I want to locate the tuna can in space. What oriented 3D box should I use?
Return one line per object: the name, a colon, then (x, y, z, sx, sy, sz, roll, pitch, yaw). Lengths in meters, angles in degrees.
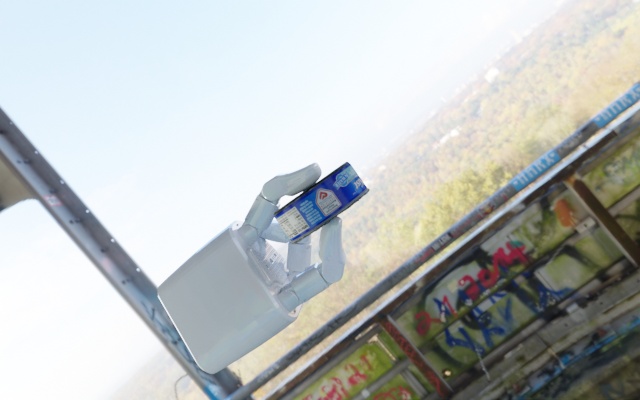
tuna can: (0.000, 0.001, 0.432, 0.086, 0.034, 0.086, -35, 2, 1)
